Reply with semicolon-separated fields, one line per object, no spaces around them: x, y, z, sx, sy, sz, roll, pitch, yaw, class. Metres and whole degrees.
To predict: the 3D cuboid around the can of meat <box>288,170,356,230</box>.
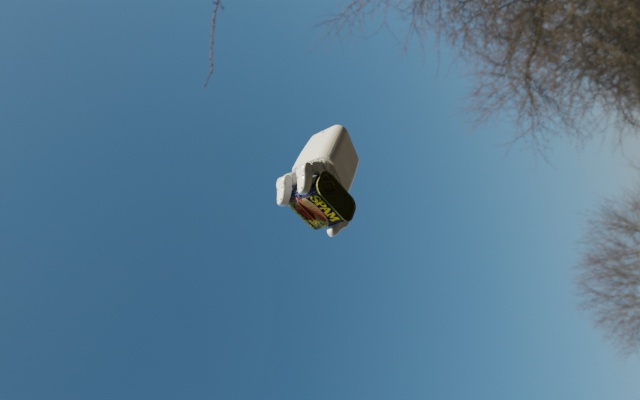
0.000;0.003;0.877;0.084;0.057;0.102;-20;-55;39;can of meat
